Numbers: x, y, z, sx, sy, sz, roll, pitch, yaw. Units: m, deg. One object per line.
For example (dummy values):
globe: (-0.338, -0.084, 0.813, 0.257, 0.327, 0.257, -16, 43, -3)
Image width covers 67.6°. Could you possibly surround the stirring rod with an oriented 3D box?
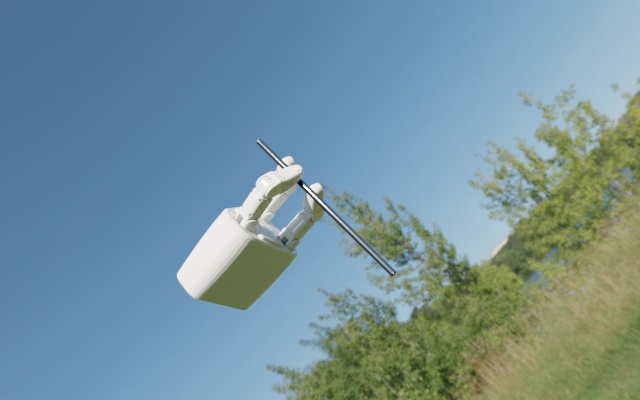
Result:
stirring rod: (0.000, 0.002, 0.559, 0.239, 0.011, 0.011, 44, 22, 24)
